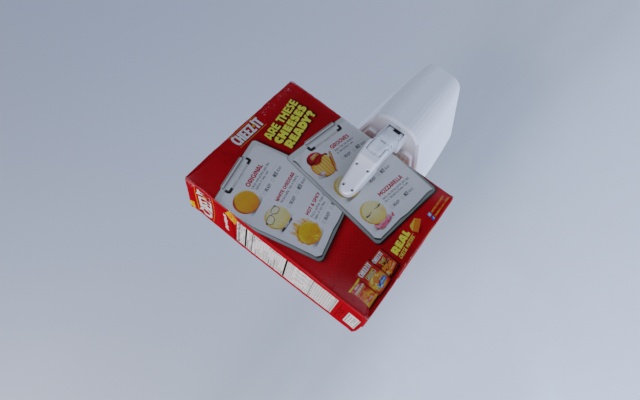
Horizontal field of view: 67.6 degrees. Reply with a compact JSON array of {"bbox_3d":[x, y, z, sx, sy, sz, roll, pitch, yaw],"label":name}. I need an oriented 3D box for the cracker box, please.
[{"bbox_3d":[0.000,0.002,0.489,0.213,0.164,0.072,37,-28,9],"label":"cracker box"}]
